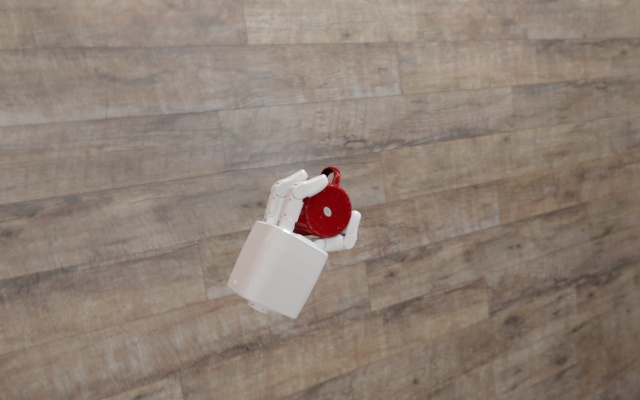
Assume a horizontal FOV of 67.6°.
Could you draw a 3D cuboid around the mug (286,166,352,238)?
[{"bbox_3d":[0.001,0.001,0.734,0.093,0.117,0.081,29,-10,-26],"label":"mug"}]
